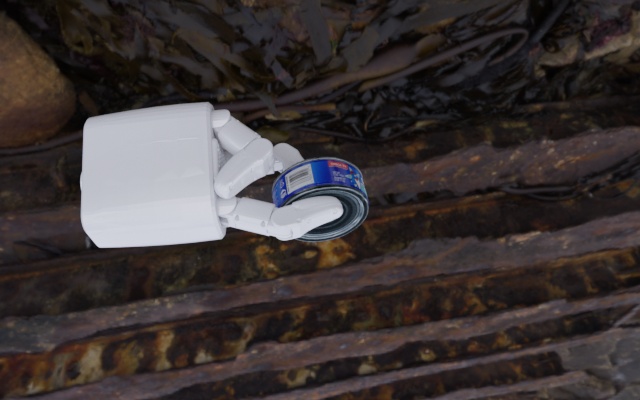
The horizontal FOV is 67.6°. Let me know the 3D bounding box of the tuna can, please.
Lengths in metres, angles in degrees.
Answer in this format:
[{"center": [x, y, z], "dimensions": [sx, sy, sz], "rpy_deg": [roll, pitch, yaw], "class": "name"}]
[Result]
[{"center": [0.000, 0.002, 0.432], "dimensions": [0.086, 0.033, 0.086], "rpy_deg": [-7, -37, -6], "class": "tuna can"}]
